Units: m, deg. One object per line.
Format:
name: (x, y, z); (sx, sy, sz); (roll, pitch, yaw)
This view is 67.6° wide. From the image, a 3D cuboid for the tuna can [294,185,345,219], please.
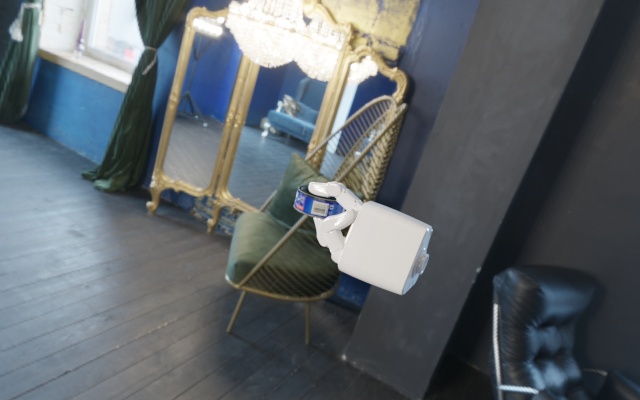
tuna can: (0.000, 0.002, 0.798); (0.086, 0.034, 0.086); (12, 14, -3)
